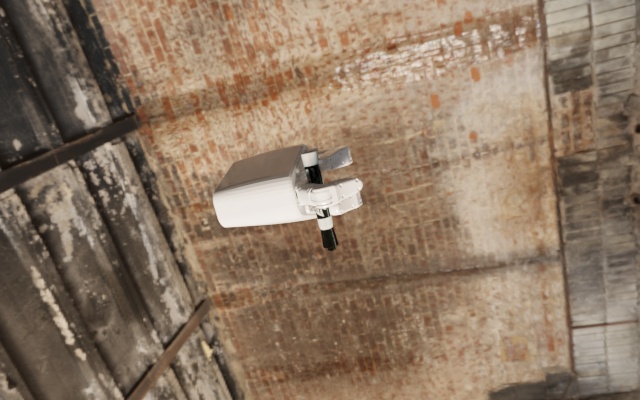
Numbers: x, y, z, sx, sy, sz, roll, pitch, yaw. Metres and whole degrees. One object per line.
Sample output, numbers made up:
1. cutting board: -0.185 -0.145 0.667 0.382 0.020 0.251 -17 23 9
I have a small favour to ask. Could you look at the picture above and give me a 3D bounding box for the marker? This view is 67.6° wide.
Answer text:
1. marker: 0.000 0.002 0.561 0.020 0.121 0.020 -13 11 3
